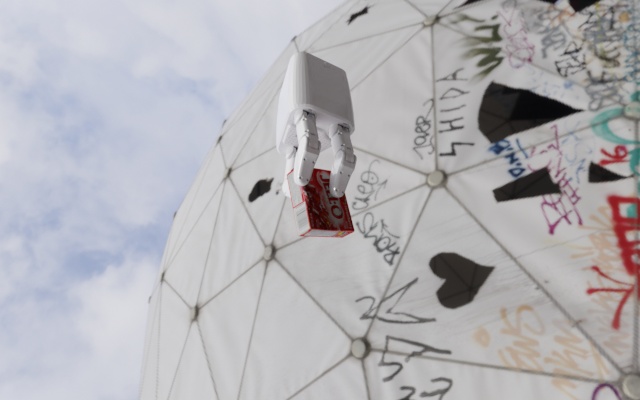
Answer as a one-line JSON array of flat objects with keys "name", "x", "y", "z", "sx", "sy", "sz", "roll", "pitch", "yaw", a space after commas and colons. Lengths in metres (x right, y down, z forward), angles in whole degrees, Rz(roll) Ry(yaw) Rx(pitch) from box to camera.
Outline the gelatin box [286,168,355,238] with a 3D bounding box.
[{"name": "gelatin box", "x": 0.000, "y": 0.003, "z": 0.613, "sx": 0.073, "sy": 0.089, "sz": 0.030, "roll": 6, "pitch": -27, "yaw": -39}]
